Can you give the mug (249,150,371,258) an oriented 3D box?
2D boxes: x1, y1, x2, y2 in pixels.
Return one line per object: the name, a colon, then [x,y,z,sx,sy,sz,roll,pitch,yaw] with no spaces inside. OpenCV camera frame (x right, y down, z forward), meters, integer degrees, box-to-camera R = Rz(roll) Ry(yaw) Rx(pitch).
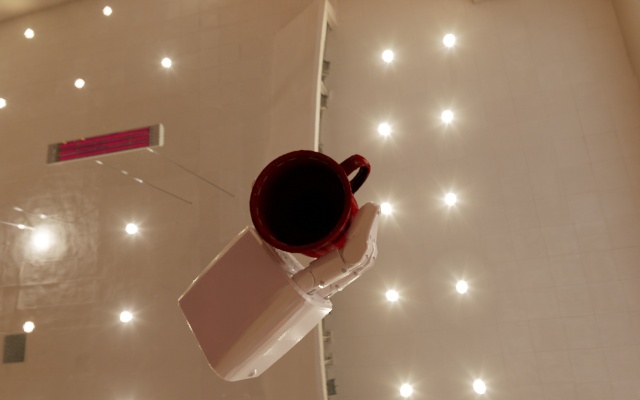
mug: [0.001,0.000,0.452,0.093,0.117,0.081,47,1,21]
